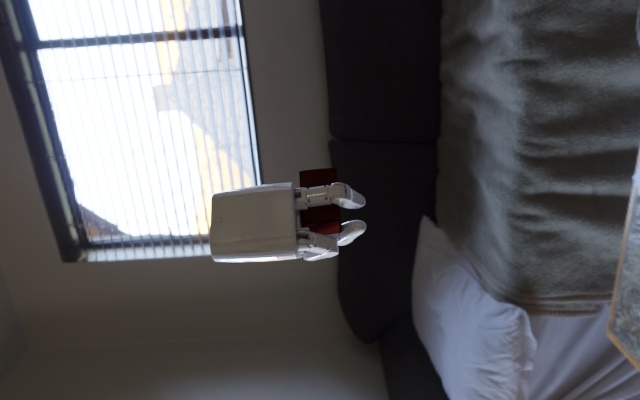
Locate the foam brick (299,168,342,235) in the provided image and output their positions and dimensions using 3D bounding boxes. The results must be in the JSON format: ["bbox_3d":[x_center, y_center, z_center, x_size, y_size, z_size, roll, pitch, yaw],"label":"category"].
[{"bbox_3d":[0.000,0.002,0.641,0.051,0.078,0.053,-5,-23,3],"label":"foam brick"}]
